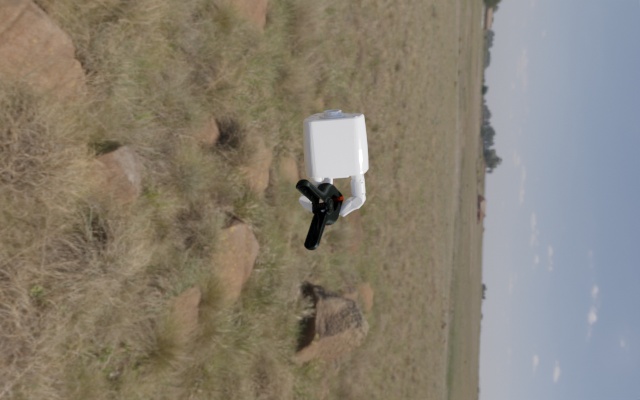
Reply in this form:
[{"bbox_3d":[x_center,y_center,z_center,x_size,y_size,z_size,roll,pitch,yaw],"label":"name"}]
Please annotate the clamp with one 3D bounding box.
[{"bbox_3d":[0.001,0.003,0.856,0.039,0.120,0.171,1,20,18],"label":"clamp"}]
